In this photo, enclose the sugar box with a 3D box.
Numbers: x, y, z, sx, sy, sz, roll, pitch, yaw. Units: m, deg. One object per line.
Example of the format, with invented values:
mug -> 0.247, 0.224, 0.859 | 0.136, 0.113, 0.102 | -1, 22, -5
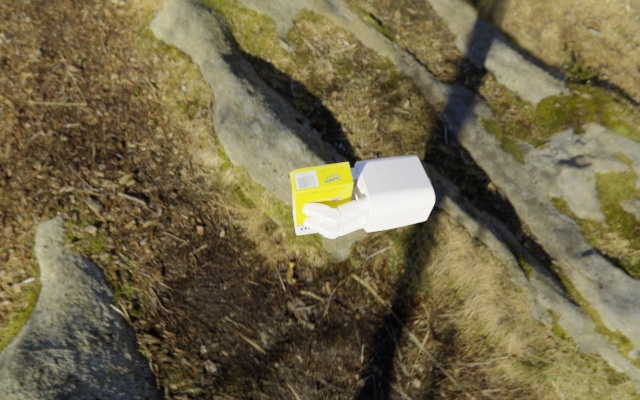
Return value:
sugar box -> 0.000, 0.003, 0.793 | 0.093, 0.048, 0.176 | -9, -27, -5
